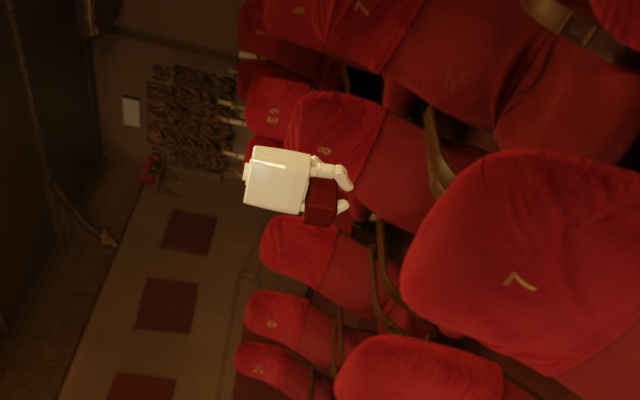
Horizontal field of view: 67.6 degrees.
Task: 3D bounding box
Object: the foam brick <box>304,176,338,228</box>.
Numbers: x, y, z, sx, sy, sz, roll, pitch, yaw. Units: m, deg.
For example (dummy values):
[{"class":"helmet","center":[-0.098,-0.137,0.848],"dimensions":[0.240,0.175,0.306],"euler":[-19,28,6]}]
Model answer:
[{"class":"foam brick","center":[0.000,0.003,0.871],"dimensions":[0.051,0.078,0.053],"euler":[11,-42,-11]}]
